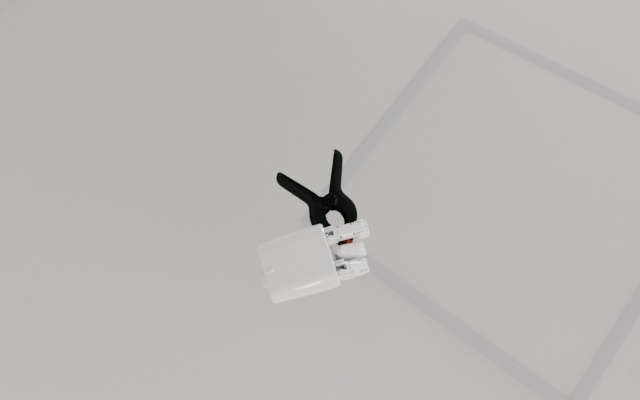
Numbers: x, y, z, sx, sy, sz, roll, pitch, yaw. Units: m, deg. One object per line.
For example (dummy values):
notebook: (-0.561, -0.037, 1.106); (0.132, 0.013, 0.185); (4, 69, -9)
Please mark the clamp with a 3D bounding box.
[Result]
clamp: (0.000, 0.003, 0.794); (0.120, 0.171, 0.039); (-17, -21, -2)
